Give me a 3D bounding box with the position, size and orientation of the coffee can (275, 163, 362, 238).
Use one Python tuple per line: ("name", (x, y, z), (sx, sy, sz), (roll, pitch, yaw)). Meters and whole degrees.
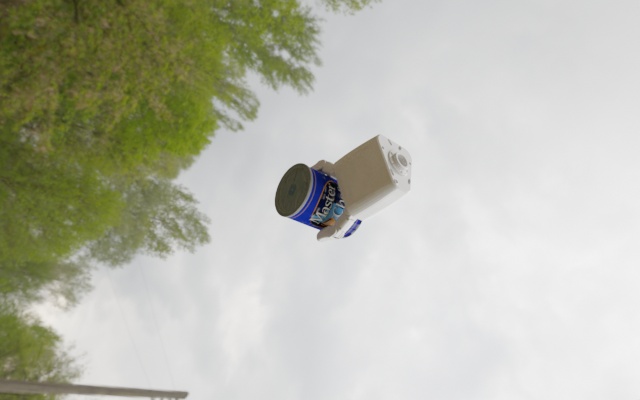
("coffee can", (0.000, 0.003, 0.895), (0.140, 0.102, 0.103), (24, -14, -36))
